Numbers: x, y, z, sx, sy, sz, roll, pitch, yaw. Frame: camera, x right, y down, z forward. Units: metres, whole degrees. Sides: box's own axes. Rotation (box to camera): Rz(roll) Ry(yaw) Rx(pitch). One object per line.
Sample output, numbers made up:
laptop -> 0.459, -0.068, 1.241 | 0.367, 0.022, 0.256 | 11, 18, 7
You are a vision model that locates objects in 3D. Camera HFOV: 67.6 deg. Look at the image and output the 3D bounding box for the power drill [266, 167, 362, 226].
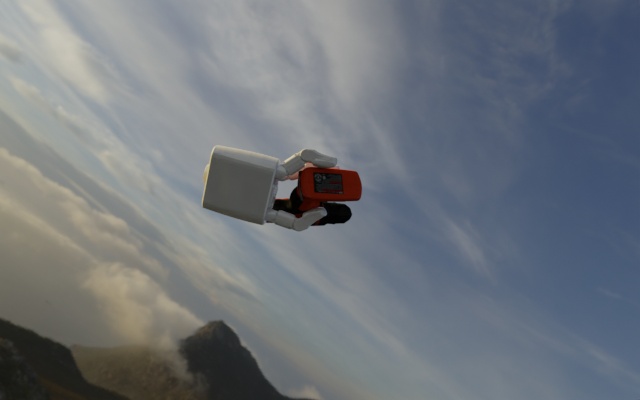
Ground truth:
power drill -> 0.000, 0.003, 0.849 | 0.184, 0.057, 0.188 | 1, -20, -23
